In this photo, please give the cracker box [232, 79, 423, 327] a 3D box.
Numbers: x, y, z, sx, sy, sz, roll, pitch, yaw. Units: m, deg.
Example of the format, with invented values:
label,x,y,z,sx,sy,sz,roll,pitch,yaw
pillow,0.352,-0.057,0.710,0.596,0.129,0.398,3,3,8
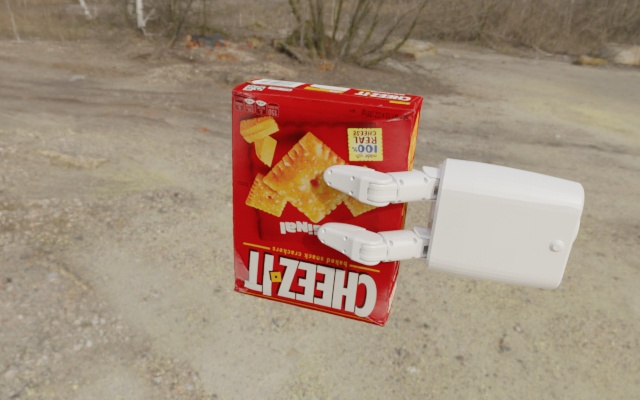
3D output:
label,x,y,z,sx,sy,sz,roll,pitch,yaw
cracker box,0.000,0.001,0.459,0.164,0.214,0.072,10,24,15
